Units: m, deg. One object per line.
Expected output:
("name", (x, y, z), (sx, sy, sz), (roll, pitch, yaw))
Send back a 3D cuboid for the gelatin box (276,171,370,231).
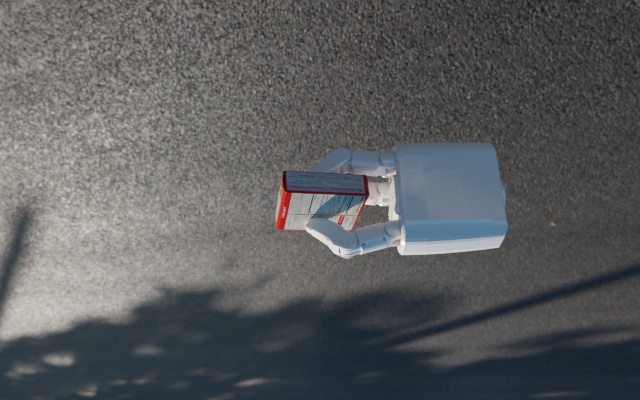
("gelatin box", (0.000, 0.002, 0.507), (0.089, 0.030, 0.073), (1, -34, -11))
